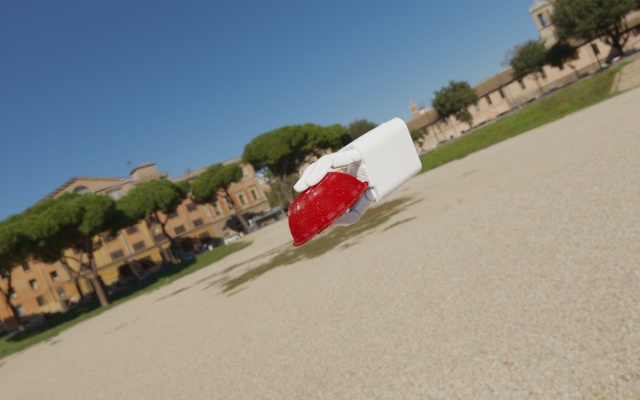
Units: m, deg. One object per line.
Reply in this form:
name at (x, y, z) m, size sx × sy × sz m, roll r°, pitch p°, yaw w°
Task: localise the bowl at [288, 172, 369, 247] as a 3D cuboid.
bowl at (-0.001, 0.003, 0.778) m, size 0.162 × 0.055 × 0.162 m, roll -40°, pitch 7°, yaw 6°
